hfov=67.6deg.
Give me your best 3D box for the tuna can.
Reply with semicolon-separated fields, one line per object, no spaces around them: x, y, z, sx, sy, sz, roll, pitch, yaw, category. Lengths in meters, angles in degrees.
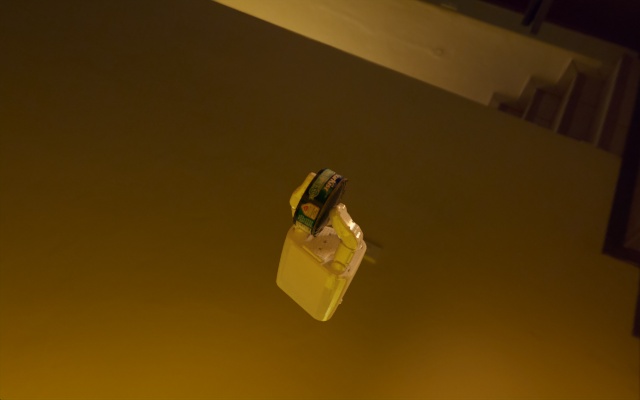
0.000;0.002;0.612;0.034;0.086;0.086;30;6;10;tuna can
